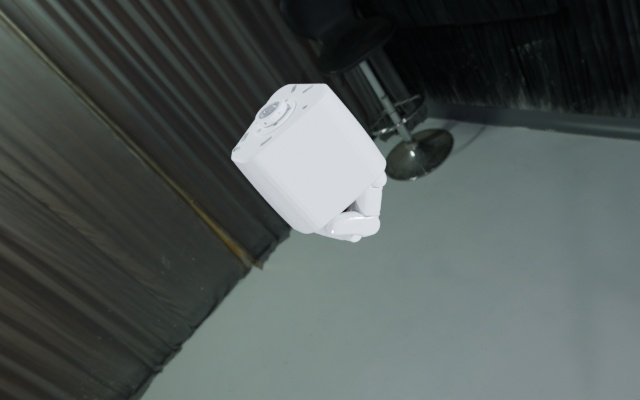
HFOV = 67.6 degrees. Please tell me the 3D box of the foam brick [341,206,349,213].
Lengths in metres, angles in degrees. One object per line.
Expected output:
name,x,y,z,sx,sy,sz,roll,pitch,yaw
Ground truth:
foam brick,0.000,0.002,0.558,0.051,0.053,0.078,47,-16,-33
